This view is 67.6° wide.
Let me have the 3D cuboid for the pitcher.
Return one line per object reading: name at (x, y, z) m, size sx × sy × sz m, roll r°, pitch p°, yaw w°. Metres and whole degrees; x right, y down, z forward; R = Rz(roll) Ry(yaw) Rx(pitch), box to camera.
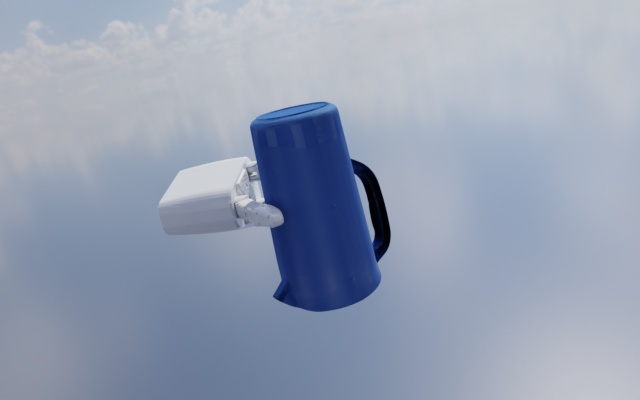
pitcher at (0.000, 0.002, 0.608) m, size 0.145 × 0.243 × 0.149 m, roll -7°, pitch 18°, yaw 16°
